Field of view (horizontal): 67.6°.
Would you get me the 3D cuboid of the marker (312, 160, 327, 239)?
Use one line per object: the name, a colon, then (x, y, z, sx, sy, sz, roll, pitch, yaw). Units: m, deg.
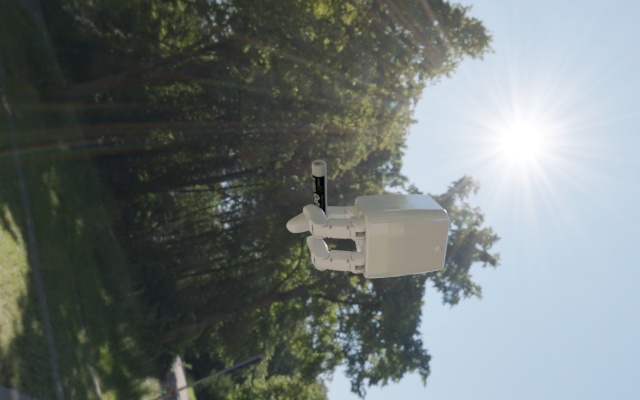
marker: (0.000, 0.002, 0.645, 0.020, 0.121, 0.020, -1, 33, 1)
